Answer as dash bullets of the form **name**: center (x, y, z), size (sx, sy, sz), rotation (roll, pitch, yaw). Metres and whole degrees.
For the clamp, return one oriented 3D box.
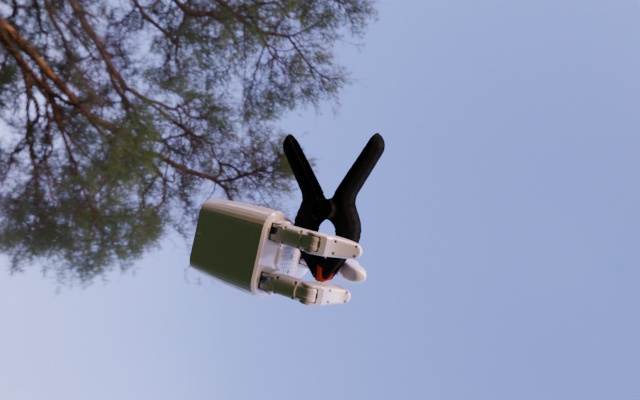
- **clamp**: center (0.000, 0.002, 0.537), size (0.120, 0.171, 0.039), rotation (13, 0, 31)
